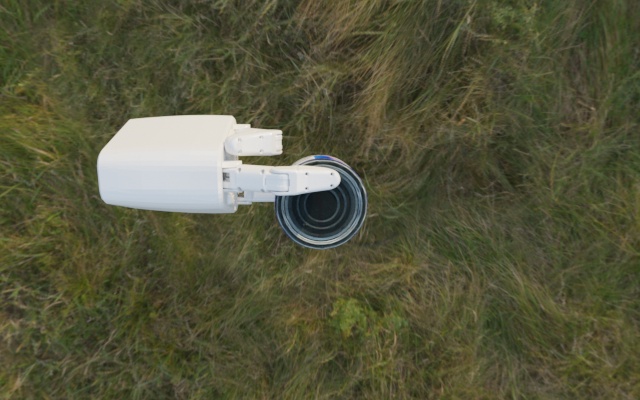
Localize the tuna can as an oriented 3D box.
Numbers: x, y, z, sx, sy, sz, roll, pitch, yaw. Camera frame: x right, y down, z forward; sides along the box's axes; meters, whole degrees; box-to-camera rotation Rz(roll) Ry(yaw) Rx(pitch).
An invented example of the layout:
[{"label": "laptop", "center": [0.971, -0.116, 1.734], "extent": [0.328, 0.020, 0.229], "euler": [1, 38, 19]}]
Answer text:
[{"label": "tuna can", "center": [0.000, 0.002, 0.445], "extent": [0.086, 0.086, 0.033], "euler": [0, 10, -5]}]
